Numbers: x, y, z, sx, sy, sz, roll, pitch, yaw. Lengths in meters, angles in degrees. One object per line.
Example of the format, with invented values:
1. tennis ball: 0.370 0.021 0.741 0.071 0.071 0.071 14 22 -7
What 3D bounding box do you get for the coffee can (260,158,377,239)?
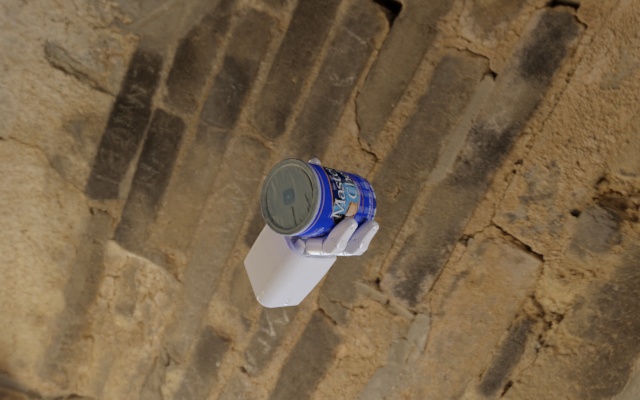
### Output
1. coffee can: 0.000 0.002 0.679 0.103 0.103 0.140 0 -6 39
